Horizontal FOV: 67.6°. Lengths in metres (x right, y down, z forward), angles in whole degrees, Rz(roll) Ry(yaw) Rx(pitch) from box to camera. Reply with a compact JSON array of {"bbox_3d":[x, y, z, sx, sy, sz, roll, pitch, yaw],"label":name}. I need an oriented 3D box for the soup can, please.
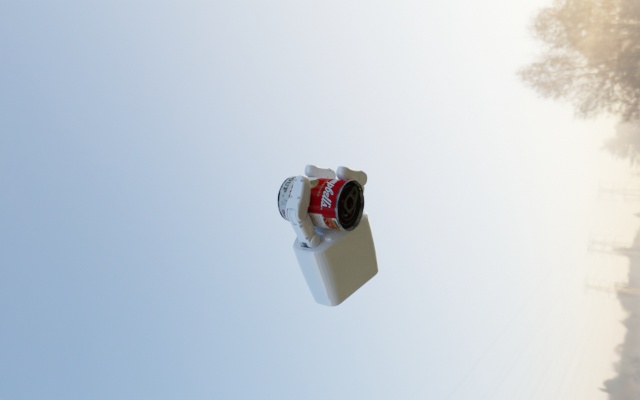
[{"bbox_3d":[0.000,0.002,0.657,0.102,0.068,0.068,7,4,36],"label":"soup can"}]
